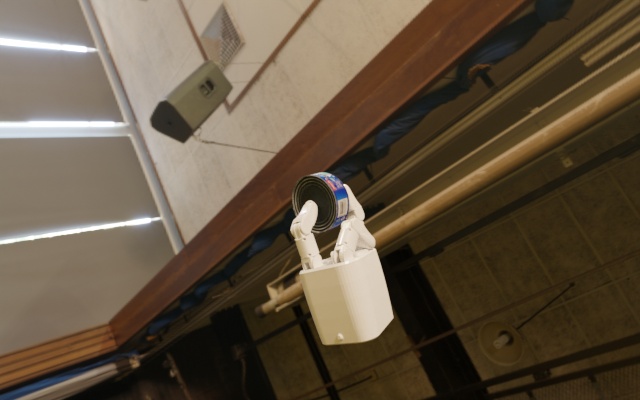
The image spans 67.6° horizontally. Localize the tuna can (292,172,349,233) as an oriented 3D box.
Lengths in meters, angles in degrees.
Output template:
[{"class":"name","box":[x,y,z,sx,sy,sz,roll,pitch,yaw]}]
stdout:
[{"class":"tuna can","box":[0.000,0.002,0.701,0.086,0.086,0.033,0,12,41]}]
